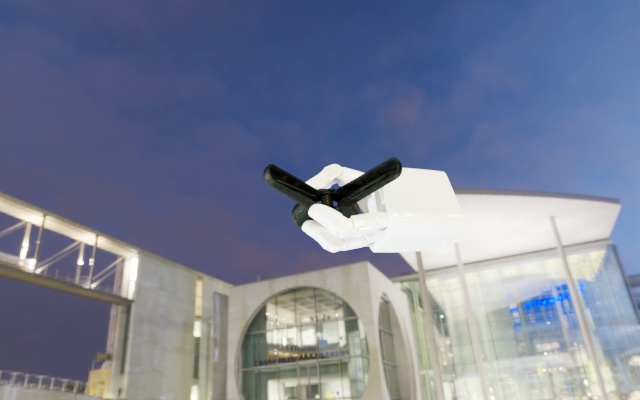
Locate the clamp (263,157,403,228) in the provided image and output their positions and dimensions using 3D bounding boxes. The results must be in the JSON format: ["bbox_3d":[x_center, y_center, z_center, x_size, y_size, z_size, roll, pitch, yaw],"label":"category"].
[{"bbox_3d":[0.000,0.002,0.638,0.164,0.036,0.210,0,-26,-12],"label":"clamp"}]
